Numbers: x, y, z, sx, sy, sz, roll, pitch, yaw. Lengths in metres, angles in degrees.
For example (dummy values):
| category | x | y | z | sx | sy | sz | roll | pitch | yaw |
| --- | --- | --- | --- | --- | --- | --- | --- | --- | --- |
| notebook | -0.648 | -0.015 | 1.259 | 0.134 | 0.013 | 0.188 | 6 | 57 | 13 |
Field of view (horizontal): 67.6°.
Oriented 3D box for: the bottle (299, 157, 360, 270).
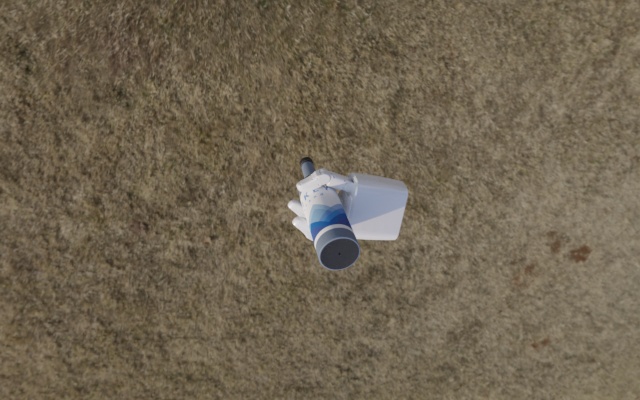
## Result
| category | x | y | z | sx | sy | sz | roll | pitch | yaw |
| --- | --- | --- | --- | --- | --- | --- | --- | --- | --- |
| bottle | 0.000 | 0.003 | 0.854 | 0.069 | 0.069 | 0.295 | 0 | 33 | -14 |
